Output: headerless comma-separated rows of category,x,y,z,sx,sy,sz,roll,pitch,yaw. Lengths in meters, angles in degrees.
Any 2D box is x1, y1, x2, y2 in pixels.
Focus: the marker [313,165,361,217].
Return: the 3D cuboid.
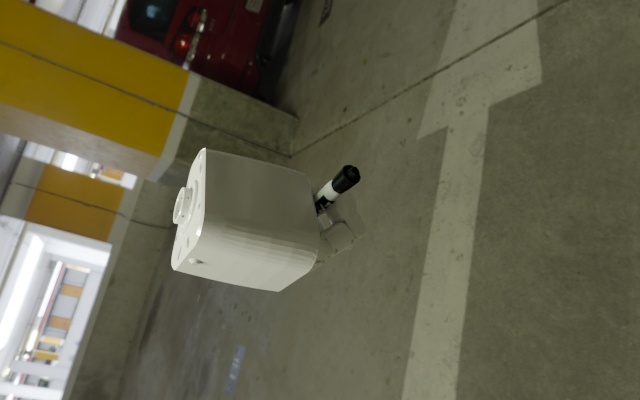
marker,0.000,0.001,0.453,0.020,0.020,0.121,0,-26,-33
